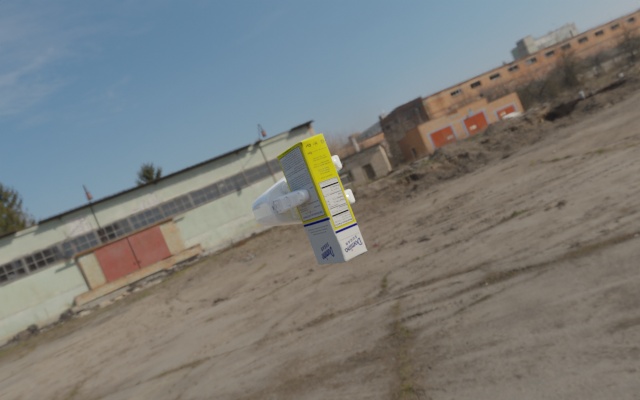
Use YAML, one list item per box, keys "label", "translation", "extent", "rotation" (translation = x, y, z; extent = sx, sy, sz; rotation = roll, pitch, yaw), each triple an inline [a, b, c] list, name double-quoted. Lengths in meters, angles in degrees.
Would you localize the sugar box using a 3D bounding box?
- label: "sugar box"
  translation: [0.000, 0.002, 0.686]
  extent: [0.048, 0.176, 0.093]
  rotation: [-24, 2, -26]
